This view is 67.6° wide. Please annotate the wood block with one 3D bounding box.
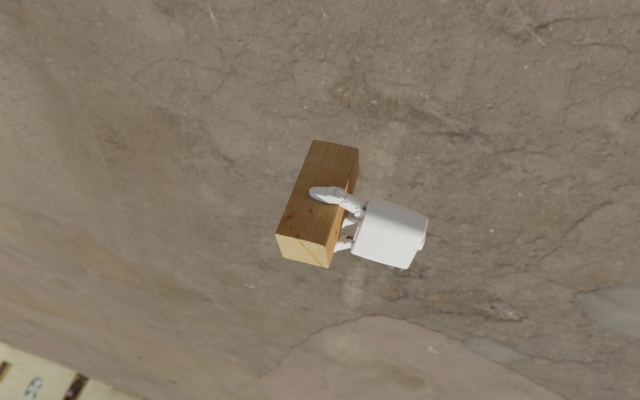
[{"bbox_3d":[0.000,0.003,0.862,0.090,0.206,0.091,13,-30,13],"label":"wood block"}]
